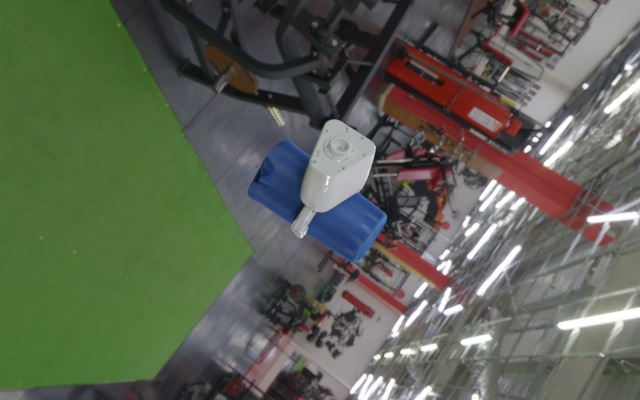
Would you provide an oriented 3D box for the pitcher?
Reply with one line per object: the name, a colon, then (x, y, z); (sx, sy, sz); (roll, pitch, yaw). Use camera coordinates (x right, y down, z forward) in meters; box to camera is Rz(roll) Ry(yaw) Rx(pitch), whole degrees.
pitcher: (0.000, 0.003, 0.892); (0.243, 0.149, 0.145); (35, -30, 11)
